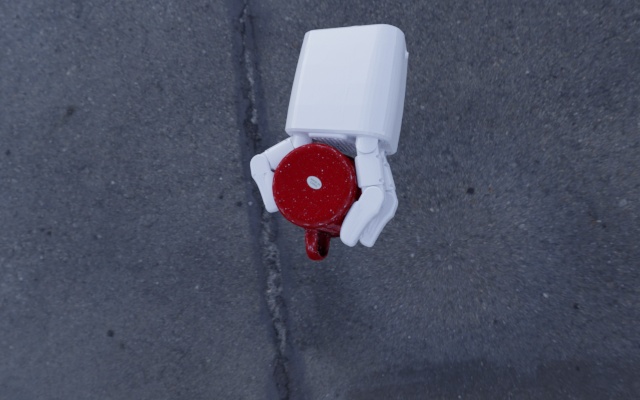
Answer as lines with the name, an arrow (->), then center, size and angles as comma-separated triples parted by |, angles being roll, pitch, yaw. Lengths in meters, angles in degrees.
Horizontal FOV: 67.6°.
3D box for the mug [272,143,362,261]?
mug -> 0.000, 0.003, 0.478 | 0.093, 0.117, 0.081 | 7, -4, 16
